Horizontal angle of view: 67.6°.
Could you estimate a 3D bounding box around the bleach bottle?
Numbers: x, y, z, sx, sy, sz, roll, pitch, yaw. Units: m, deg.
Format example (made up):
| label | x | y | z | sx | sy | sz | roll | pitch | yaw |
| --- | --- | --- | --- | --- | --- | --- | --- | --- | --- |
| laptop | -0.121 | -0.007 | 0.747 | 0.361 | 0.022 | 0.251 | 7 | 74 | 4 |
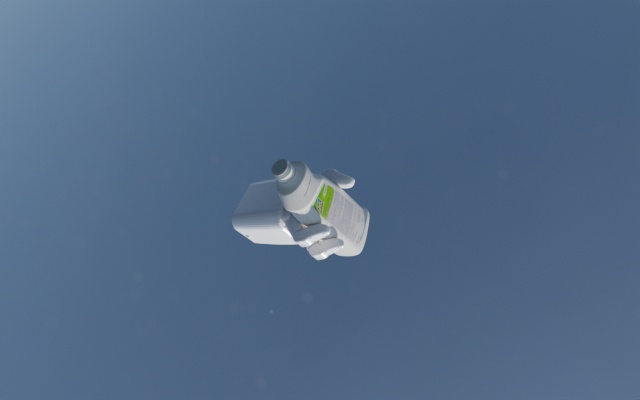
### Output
| label | x | y | z | sx | sy | sz | roll | pitch | yaw |
| --- | --- | --- | --- | --- | --- | --- | --- | --- | --- |
| bleach bottle | 0.000 | 0.003 | 0.790 | 0.068 | 0.102 | 0.251 | -4 | -30 | 30 |
